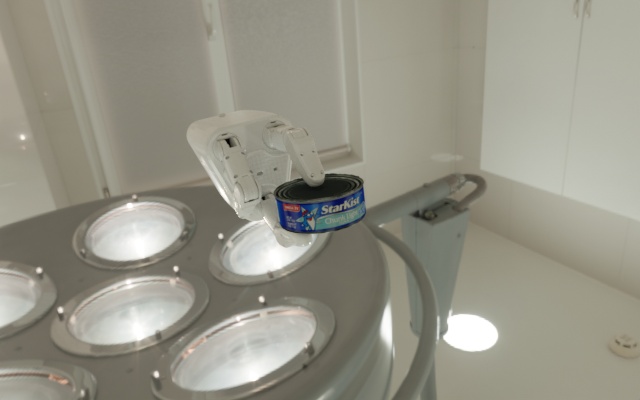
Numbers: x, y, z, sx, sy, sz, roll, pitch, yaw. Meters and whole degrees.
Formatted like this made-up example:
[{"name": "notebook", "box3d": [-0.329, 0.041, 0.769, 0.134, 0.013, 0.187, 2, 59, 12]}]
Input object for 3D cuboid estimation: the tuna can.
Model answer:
[{"name": "tuna can", "box3d": [0.000, 0.002, 0.454, 0.086, 0.034, 0.086, -7, 17, 2]}]
